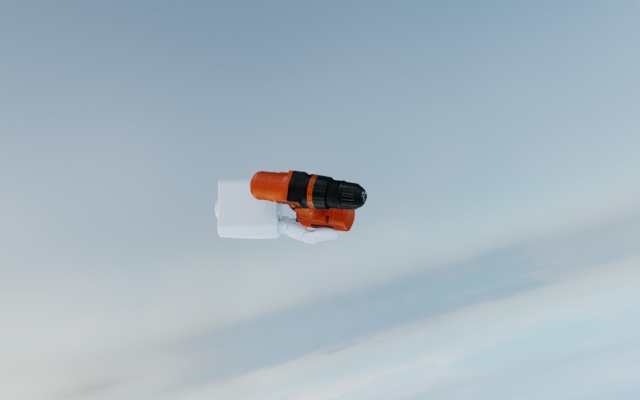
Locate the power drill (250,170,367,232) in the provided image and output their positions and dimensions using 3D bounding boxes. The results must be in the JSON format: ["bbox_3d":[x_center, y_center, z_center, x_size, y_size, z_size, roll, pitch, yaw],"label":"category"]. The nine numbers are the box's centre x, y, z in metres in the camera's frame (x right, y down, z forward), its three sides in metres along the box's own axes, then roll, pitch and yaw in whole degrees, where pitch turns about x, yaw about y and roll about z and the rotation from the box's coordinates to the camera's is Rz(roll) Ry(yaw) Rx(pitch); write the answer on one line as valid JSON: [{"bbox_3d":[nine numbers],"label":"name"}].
[{"bbox_3d":[0.000,0.003,0.782,0.184,0.057,0.188,9,-14,20],"label":"power drill"}]
